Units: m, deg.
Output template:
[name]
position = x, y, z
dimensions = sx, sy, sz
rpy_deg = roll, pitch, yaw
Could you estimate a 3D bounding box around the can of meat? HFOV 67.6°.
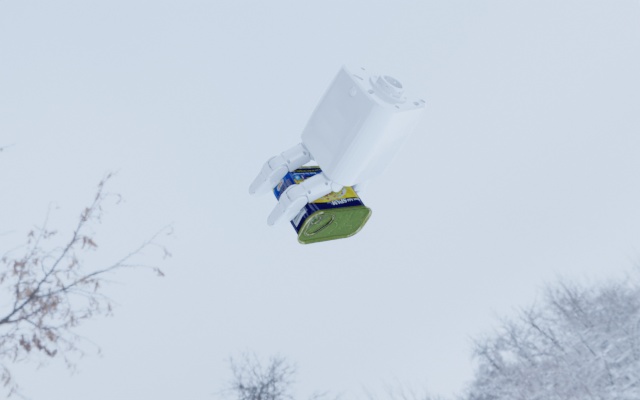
[can of meat]
position = 0.000, 0.002, 0.604
dimensions = 0.102, 0.084, 0.057
rpy_deg = -6, -41, -37
